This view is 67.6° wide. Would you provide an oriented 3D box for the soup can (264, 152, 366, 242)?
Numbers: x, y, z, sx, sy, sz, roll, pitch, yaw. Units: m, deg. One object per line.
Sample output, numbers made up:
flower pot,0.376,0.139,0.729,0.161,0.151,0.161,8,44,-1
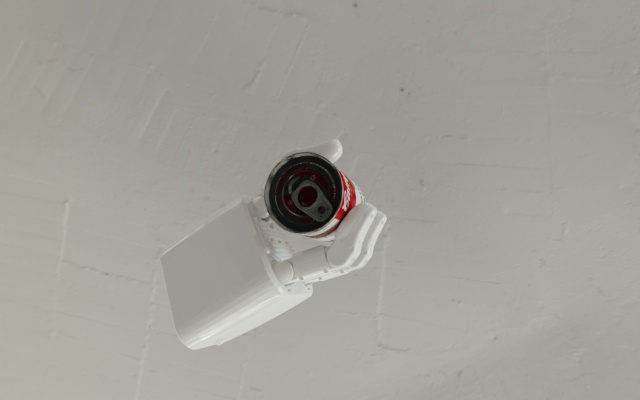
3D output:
soup can,0.001,0.001,0.435,0.068,0.068,0.102,0,-9,17
